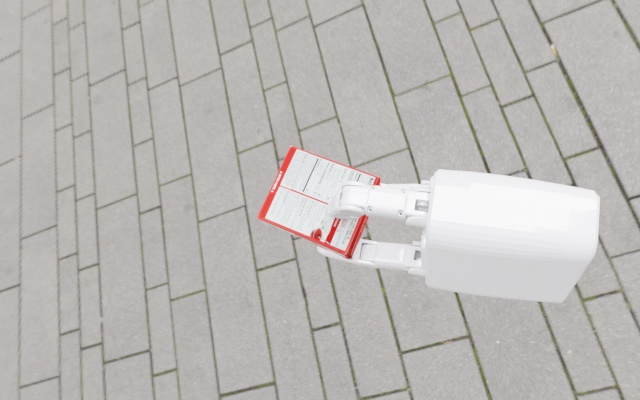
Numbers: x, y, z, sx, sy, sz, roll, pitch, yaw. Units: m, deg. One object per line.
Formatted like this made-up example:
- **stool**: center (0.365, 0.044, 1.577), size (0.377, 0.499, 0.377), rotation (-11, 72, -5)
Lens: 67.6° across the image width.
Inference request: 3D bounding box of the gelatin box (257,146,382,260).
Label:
- **gelatin box**: center (0.000, 0.001, 0.421), size (0.089, 0.073, 0.030), rotation (21, -10, 14)
